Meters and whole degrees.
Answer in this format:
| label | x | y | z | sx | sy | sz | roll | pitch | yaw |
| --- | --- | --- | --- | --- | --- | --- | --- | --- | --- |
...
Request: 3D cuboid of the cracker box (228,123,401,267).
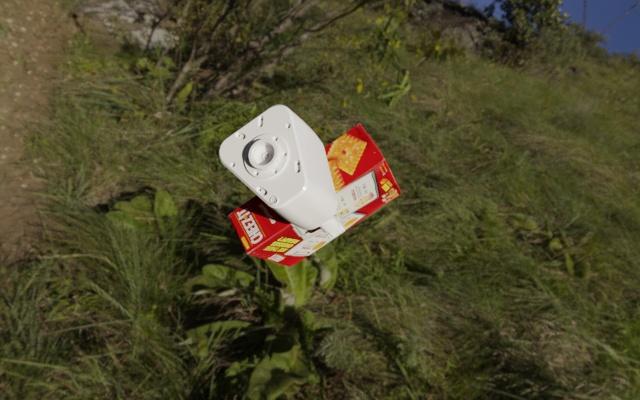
| label | x | y | z | sx | sy | sz | roll | pitch | yaw |
| --- | --- | --- | --- | --- | --- | --- | --- | --- | --- |
| cracker box | 0.000 | 0.002 | 0.682 | 0.214 | 0.072 | 0.164 | -34 | -21 | 7 |
